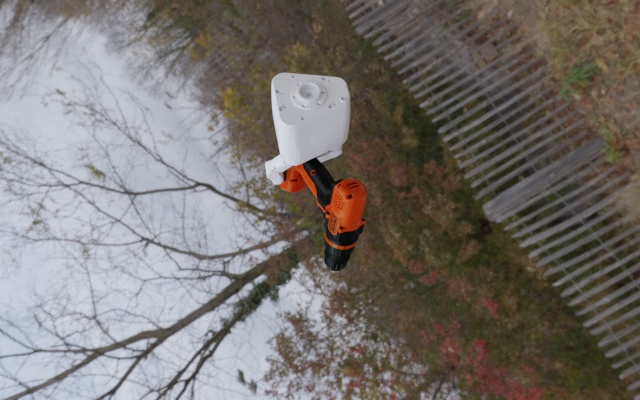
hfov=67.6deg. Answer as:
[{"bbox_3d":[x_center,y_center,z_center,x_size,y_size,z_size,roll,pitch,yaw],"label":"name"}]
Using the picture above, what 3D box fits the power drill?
[{"bbox_3d":[0.000,0.002,0.780,0.057,0.185,0.187,-19,50,-30],"label":"power drill"}]
